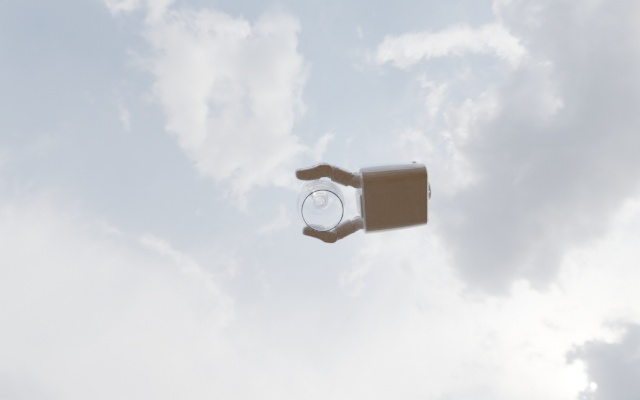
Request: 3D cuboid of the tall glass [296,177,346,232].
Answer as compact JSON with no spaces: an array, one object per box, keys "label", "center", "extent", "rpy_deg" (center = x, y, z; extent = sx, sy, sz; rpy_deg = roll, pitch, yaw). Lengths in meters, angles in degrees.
[{"label":"tall glass","center":[0.000,0.003,0.784],"extent":[0.079,0.079,0.201],"rpy_deg":[0,7,-1]}]
